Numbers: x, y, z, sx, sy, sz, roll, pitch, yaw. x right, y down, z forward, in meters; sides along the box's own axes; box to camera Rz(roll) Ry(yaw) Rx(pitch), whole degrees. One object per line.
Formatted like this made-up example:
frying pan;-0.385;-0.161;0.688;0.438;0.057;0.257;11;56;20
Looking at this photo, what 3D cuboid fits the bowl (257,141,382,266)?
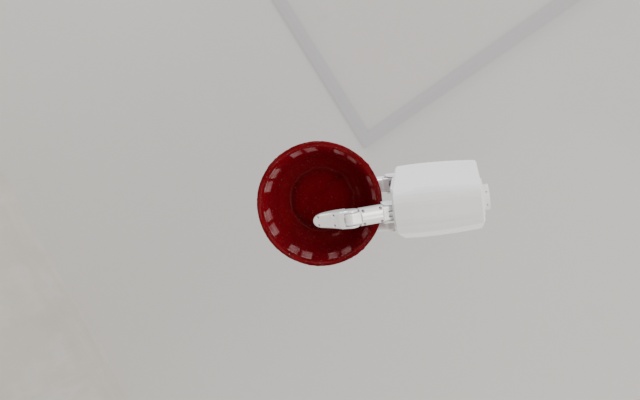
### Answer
bowl;-0.001;0.002;0.634;0.162;0.162;0.055;0;8;4
